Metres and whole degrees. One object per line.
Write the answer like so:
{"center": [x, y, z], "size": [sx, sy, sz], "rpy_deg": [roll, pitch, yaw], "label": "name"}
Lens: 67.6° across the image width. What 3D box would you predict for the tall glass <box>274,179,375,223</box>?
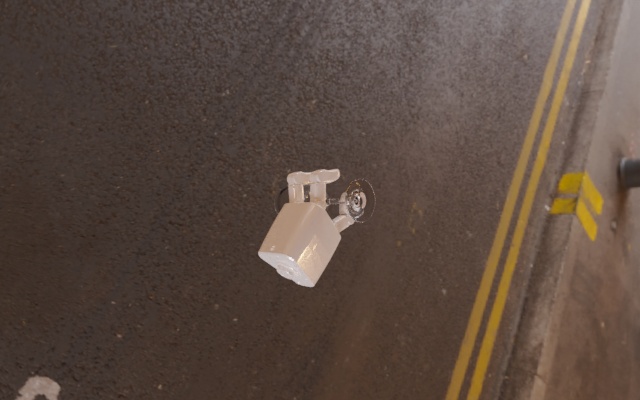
{"center": [0.001, 0.003, 0.876], "size": [0.079, 0.079, 0.201], "rpy_deg": [0, -1, -43], "label": "tall glass"}
